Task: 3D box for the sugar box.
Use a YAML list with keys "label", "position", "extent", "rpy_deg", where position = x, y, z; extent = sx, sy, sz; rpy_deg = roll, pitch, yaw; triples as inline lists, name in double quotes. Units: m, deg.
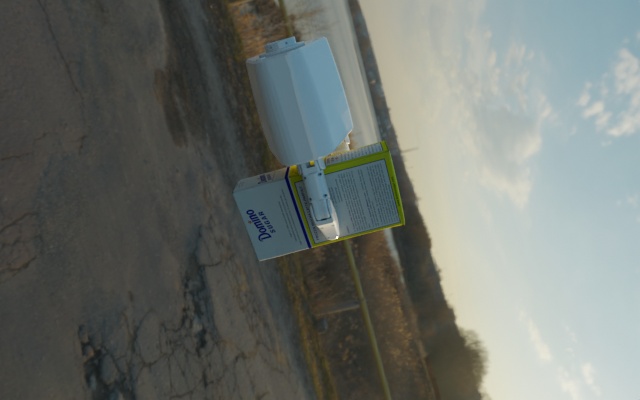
- label: "sugar box"
  position: [0.000, 0.001, 0.540]
  extent: [0.176, 0.093, 0.048]
  rpy_deg: [-13, 23, 9]
